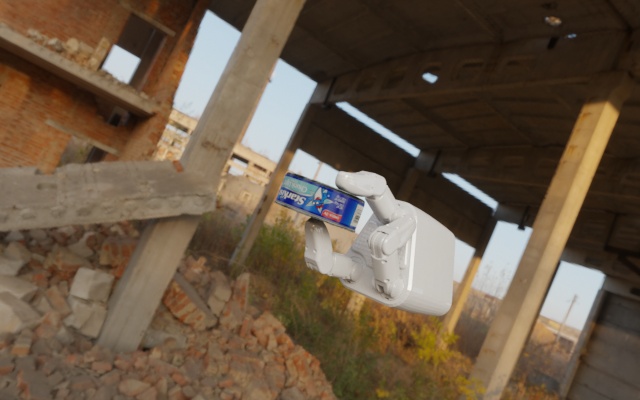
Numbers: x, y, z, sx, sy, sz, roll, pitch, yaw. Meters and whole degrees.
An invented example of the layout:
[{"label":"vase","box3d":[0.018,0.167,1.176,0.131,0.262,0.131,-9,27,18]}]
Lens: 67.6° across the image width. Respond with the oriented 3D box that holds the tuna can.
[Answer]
[{"label":"tuna can","box3d":[0.000,0.001,0.474,0.086,0.034,0.086,21,-1,0]}]
